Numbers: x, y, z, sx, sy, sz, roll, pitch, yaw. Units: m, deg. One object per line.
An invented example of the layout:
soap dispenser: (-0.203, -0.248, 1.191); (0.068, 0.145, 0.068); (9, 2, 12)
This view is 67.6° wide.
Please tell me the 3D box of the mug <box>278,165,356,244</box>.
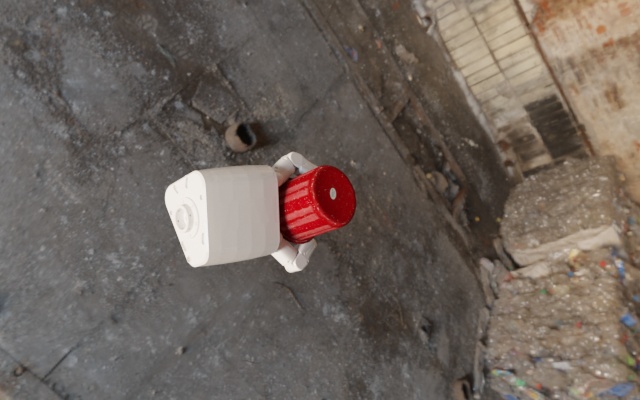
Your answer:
mug: (0.001, 0.002, 0.630); (0.117, 0.093, 0.081); (-10, -8, -45)
